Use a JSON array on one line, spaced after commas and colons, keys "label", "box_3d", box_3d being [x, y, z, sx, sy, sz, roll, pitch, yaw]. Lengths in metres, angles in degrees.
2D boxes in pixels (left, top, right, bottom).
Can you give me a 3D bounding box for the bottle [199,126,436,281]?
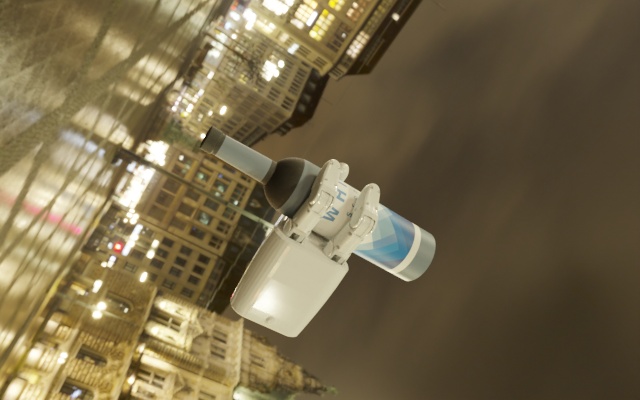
[{"label": "bottle", "box_3d": [0.000, 0.002, 0.549, 0.296, 0.069, 0.069, 30, -11, -19]}]
